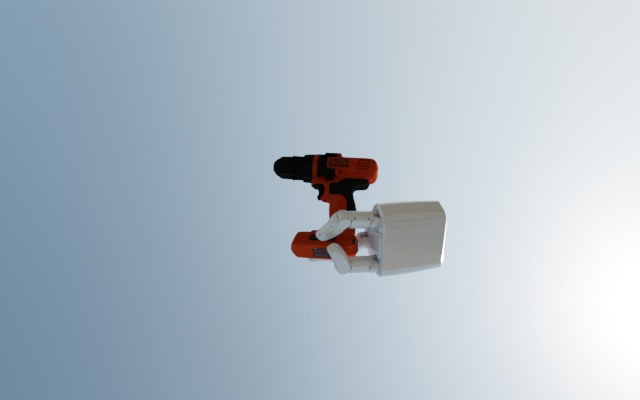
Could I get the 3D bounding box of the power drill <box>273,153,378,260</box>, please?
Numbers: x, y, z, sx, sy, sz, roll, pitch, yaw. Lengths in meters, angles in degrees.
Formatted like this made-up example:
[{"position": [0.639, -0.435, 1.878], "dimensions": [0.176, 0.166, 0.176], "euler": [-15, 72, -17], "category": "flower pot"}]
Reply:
[{"position": [0.000, 0.003, 0.799], "dimensions": [0.184, 0.187, 0.057], "euler": [2, -29, 10], "category": "power drill"}]
